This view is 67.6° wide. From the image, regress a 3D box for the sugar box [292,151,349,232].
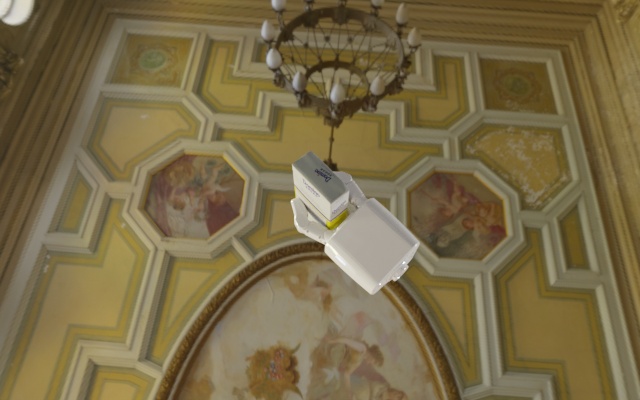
[{"bbox_3d":[0.001,0.002,0.791,0.048,0.093,0.176,-37,-20,-19],"label":"sugar box"}]
